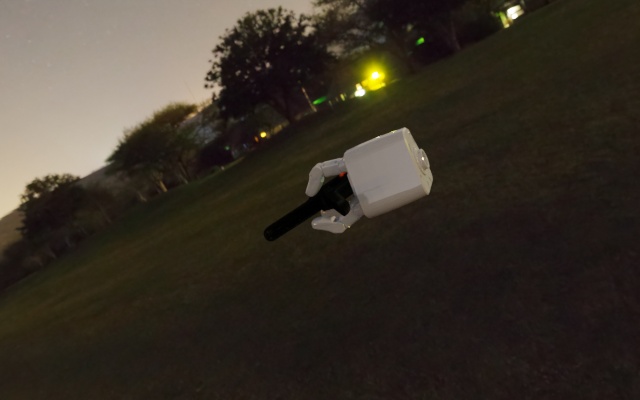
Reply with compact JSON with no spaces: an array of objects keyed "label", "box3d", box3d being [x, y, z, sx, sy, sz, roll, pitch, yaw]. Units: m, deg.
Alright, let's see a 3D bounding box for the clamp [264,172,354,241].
[{"label":"clamp","box3d":[0.000,0.002,0.824,0.164,0.036,0.210,-21,13,25]}]
